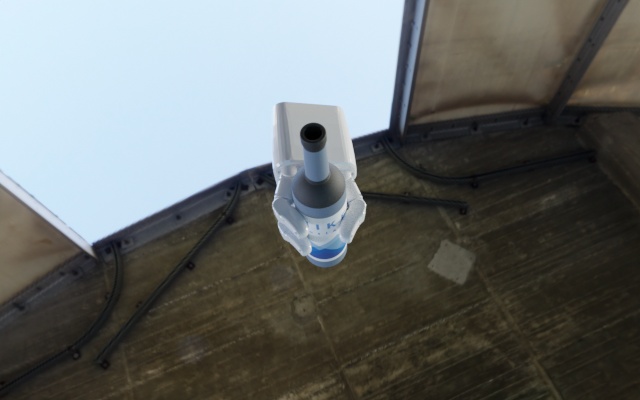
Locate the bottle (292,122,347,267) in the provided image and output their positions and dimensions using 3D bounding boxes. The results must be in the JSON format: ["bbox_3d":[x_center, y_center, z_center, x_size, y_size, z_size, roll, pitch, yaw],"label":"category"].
[{"bbox_3d":[0.000,0.002,0.611,0.069,0.069,0.296,0,-29,3],"label":"bottle"}]
